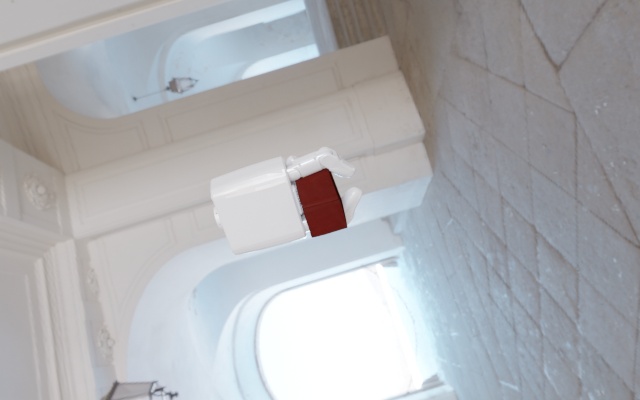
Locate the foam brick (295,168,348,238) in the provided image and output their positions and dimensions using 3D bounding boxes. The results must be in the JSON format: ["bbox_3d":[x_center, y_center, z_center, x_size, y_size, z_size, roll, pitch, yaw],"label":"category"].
[{"bbox_3d":[0.000,0.002,0.639,0.051,0.053,0.078,-16,37,-1],"label":"foam brick"}]
